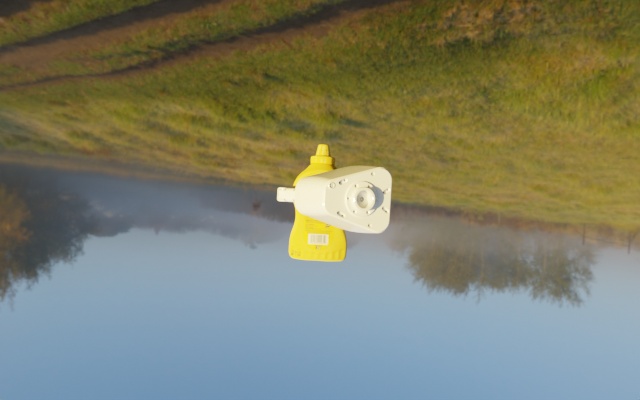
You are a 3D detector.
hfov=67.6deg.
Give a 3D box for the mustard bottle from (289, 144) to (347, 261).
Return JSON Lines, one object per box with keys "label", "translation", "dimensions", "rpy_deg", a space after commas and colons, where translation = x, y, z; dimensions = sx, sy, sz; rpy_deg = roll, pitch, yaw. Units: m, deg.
{"label": "mustard bottle", "translation": [0.000, 0.003, 0.798], "dimensions": [0.096, 0.191, 0.058], "rpy_deg": [3, 1, 2]}
